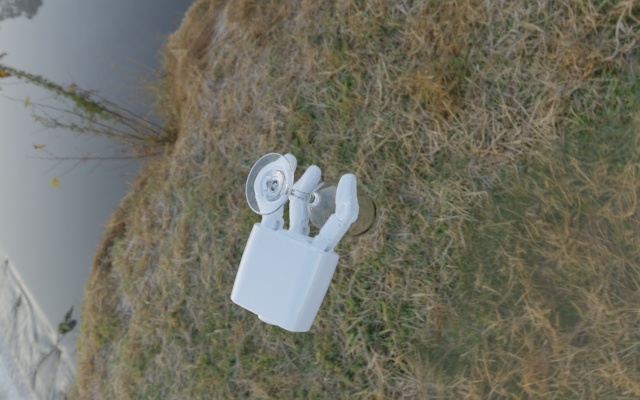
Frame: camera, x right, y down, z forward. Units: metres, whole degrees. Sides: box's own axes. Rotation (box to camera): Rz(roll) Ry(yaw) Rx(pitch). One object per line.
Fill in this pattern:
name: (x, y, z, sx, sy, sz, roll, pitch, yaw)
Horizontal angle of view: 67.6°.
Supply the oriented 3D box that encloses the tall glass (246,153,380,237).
tall glass: (0.000, 0.002, 0.626, 0.079, 0.079, 0.201, 0, -12, 39)
